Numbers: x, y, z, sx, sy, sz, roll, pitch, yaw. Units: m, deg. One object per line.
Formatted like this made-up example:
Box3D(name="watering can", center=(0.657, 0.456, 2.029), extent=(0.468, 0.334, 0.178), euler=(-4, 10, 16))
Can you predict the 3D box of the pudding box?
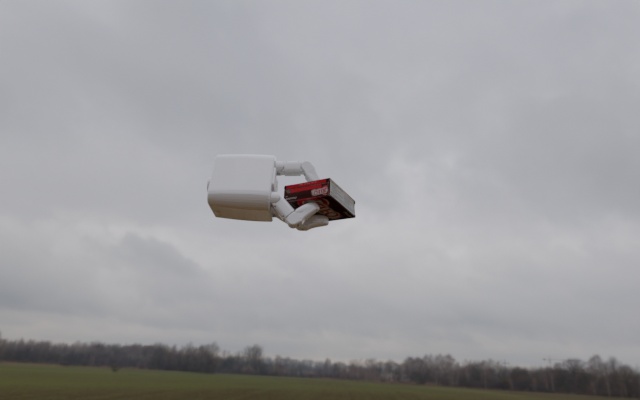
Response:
Box3D(name="pudding box", center=(0.000, 0.003, 0.842), extent=(0.090, 0.039, 0.113), euler=(-8, -23, 26))
